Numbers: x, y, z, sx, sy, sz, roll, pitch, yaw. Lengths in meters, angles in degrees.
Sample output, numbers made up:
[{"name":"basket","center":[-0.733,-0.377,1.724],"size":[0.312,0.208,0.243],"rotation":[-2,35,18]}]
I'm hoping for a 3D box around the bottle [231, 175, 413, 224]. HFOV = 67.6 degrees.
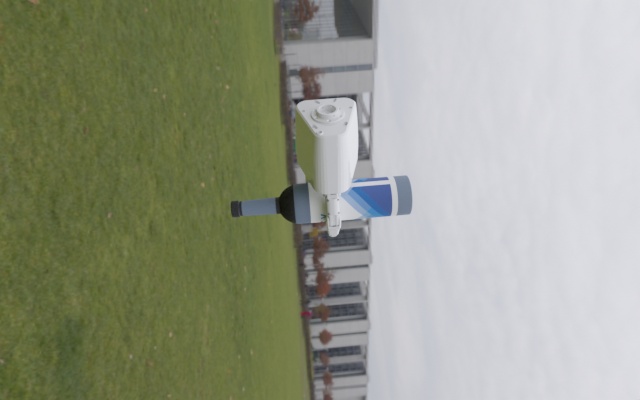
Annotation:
[{"name":"bottle","center":[0.000,0.003,0.795],"size":[0.296,0.069,0.069],"rotation":[-5,0,-2]}]
